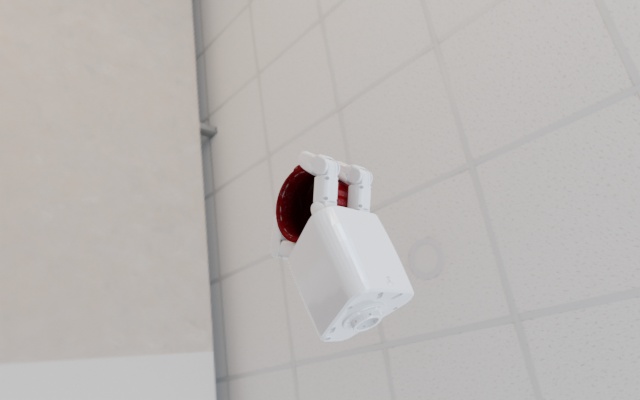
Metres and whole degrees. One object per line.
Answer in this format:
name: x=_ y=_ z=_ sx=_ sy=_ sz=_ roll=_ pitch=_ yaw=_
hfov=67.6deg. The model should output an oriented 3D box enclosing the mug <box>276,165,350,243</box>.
mug: x=0.000 y=0.001 z=0.605 sx=0.081 sy=0.117 sz=0.093 roll=13 pitch=-49 yaw=-41
